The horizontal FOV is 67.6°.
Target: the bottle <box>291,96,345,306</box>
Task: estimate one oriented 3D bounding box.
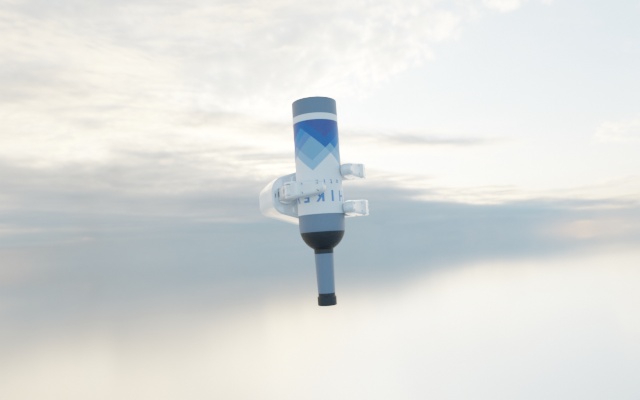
[{"bbox_3d":[0.000,0.002,0.690,0.069,0.295,0.069,-4,-5,0],"label":"bottle"}]
